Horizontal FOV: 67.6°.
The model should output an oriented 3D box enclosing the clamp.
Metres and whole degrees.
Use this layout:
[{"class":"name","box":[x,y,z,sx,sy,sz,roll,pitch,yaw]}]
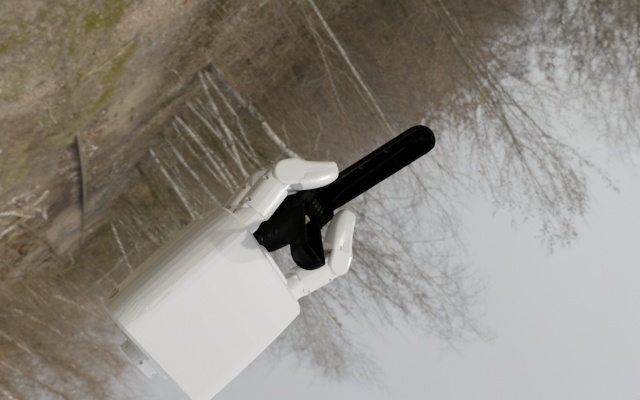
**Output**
[{"class":"clamp","box":[0.000,0.002,0.433,0.164,0.036,0.210,-41,12,-24]}]
